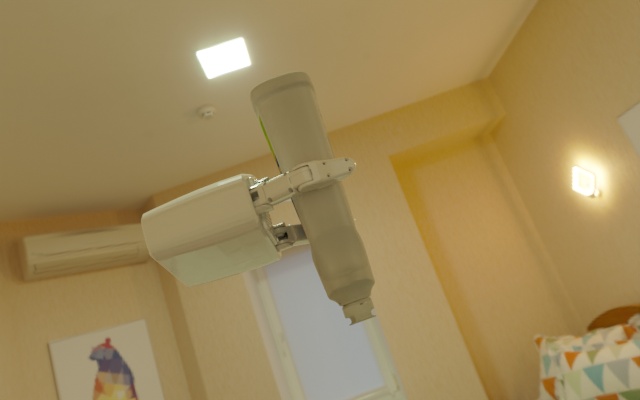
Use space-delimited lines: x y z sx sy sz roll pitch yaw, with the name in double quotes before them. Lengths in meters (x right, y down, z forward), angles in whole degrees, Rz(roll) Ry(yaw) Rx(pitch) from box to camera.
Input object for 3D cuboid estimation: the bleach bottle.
"bleach bottle" 0.000 0.002 0.490 0.068 0.250 0.102 -20 -14 0
